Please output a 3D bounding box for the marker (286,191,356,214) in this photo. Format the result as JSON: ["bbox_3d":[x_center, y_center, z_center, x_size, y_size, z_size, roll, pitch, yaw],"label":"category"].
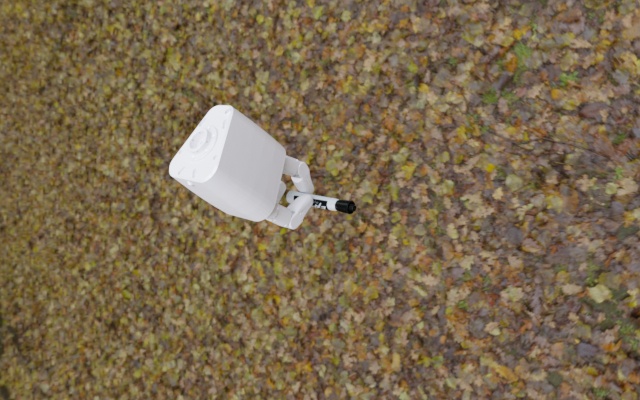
[{"bbox_3d":[0.000,0.002,0.681,0.121,0.020,0.020,10,6,40],"label":"marker"}]
